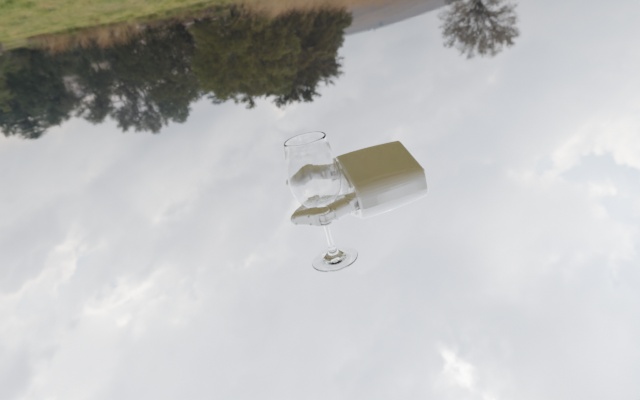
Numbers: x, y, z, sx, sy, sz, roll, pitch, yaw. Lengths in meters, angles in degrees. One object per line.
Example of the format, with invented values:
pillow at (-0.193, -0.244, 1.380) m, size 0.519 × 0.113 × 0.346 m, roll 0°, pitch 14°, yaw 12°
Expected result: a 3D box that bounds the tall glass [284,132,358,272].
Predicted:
tall glass at (0.000, 0.003, 0.710) m, size 0.079 × 0.201 × 0.079 m, roll -12°, pitch 22°, yaw 5°
